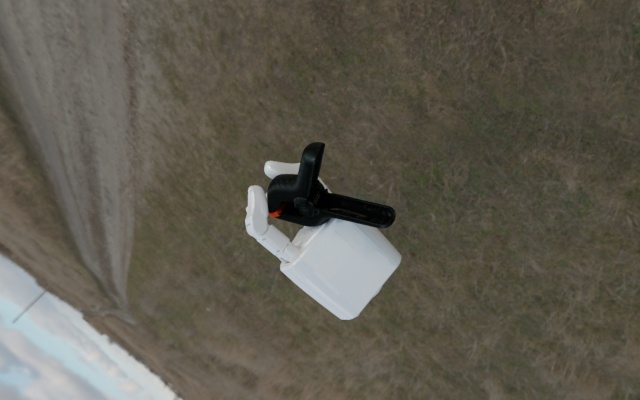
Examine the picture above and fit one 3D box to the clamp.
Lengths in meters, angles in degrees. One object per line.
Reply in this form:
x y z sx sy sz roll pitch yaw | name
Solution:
0.000 0.002 0.526 0.120 0.039 0.171 42 -26 -12 | clamp
